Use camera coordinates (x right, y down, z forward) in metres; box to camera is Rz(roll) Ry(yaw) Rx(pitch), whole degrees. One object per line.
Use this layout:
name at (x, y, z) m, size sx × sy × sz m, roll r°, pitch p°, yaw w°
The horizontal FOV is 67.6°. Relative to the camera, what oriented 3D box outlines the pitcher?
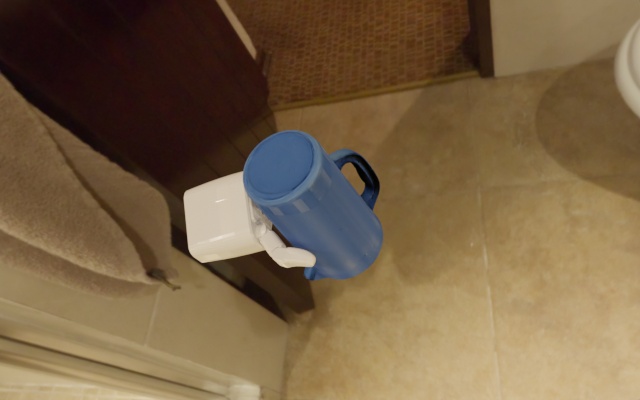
pitcher at (0.000, 0.002, 0.671) m, size 0.145 × 0.149 × 0.243 m, roll -14°, pitch -32°, yaw 16°
